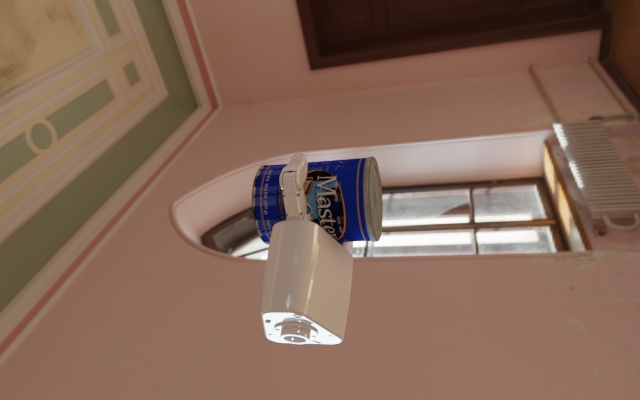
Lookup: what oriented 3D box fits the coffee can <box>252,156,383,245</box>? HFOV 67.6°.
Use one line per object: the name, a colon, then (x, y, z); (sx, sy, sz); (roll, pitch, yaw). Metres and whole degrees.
coffee can: (0.000, 0.002, 0.590); (0.140, 0.103, 0.103); (-3, -1, 15)
